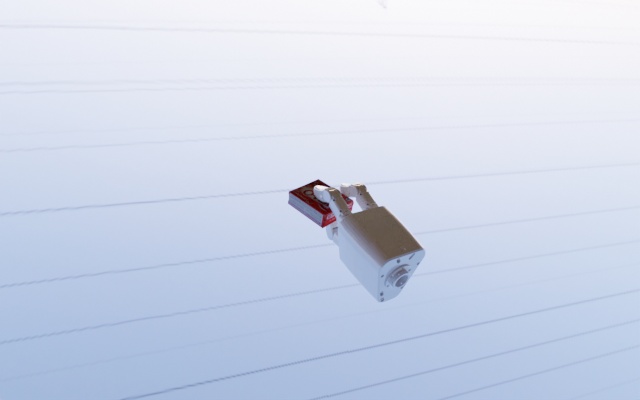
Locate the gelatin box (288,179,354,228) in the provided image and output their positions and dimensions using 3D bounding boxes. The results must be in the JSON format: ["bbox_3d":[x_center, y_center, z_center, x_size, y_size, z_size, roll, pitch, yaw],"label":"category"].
[{"bbox_3d":[0.000,0.003,0.820,0.089,0.030,0.073,33,41,33],"label":"gelatin box"}]
